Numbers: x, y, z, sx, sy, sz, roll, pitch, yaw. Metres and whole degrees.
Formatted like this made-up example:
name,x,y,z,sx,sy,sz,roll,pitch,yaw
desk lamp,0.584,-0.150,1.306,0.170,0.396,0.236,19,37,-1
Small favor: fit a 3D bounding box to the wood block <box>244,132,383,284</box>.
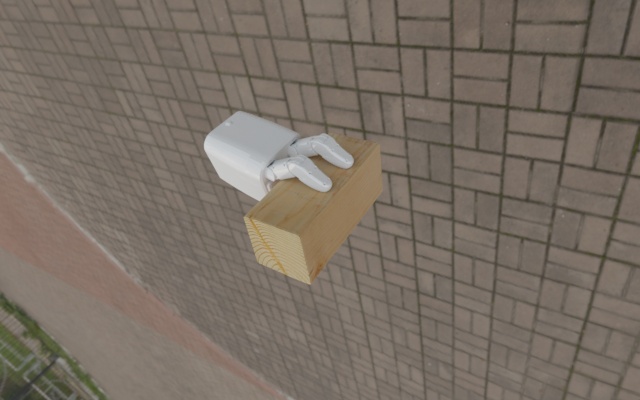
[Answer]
name,x,y,z,sx,sy,sz,roll,pitch,yaw
wood block,0.000,0.002,0.663,0.090,0.091,0.206,17,47,28
